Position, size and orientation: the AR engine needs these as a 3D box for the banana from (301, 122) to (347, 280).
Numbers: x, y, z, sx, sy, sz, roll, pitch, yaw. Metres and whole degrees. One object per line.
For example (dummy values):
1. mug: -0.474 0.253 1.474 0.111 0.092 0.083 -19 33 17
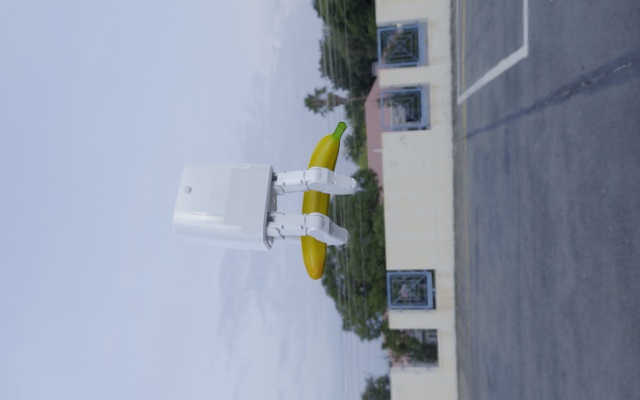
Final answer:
1. banana: -0.003 0.001 0.609 0.037 0.197 0.069 9 -7 -9
